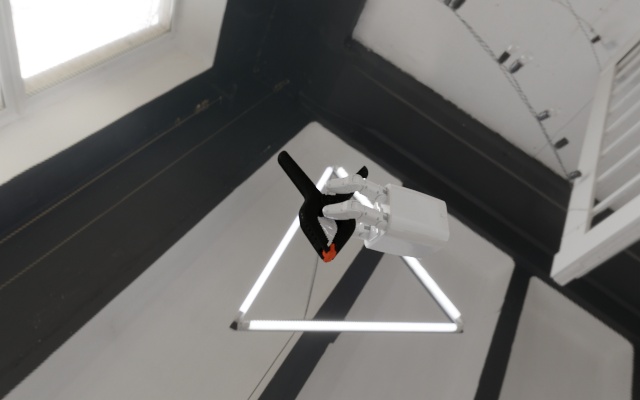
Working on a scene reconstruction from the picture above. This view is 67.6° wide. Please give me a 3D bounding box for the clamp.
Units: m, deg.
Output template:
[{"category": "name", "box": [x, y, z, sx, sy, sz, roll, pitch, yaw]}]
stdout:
[{"category": "clamp", "box": [0.000, 0.004, 0.781, 0.164, 0.209, 0.036, 14, -41, -10]}]
